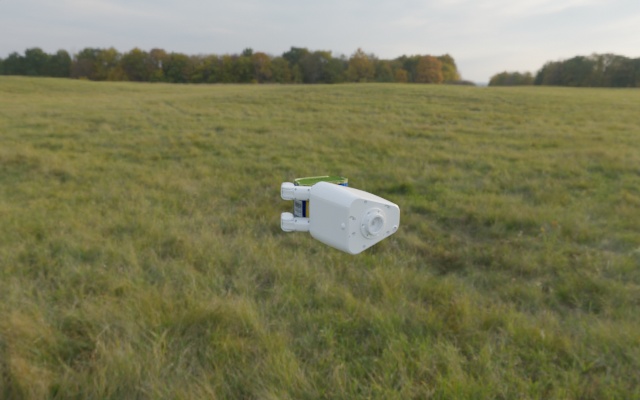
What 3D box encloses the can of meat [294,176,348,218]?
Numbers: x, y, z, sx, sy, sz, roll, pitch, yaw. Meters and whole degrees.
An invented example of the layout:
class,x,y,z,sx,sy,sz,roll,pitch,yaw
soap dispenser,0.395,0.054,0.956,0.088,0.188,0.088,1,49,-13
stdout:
class,x,y,z,sx,sy,sz,roll,pitch,yaw
can of meat,0.000,0.002,0.856,0.102,0.084,0.057,-7,16,-27
